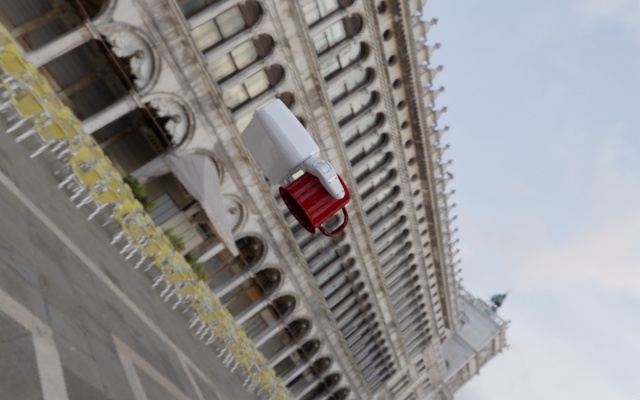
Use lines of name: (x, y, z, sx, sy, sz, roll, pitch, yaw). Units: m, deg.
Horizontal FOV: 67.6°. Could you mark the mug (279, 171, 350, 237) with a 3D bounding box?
mug: (0.001, 0.004, 0.766, 0.081, 0.117, 0.093, -37, 2, -15)
